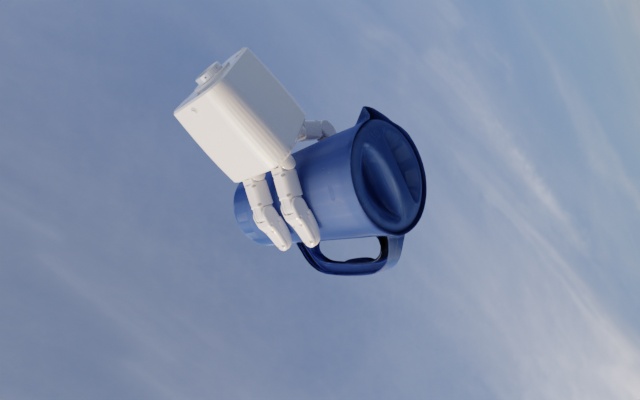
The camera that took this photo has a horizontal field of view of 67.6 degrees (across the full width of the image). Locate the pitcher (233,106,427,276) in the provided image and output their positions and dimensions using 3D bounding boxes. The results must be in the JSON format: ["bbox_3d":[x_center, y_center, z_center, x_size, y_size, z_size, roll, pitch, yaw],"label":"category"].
[{"bbox_3d":[0.000,0.002,0.598,0.243,0.149,0.145,-14,-53,45],"label":"pitcher"}]
